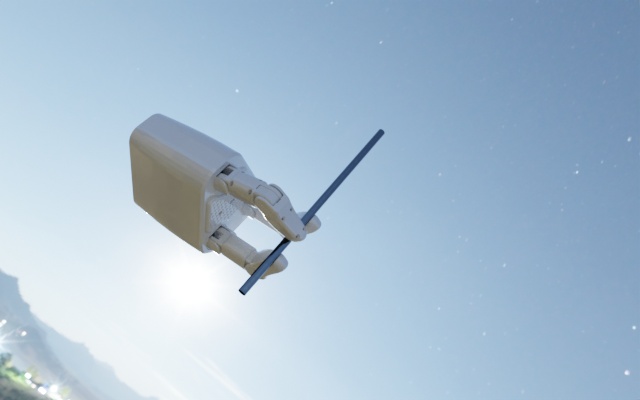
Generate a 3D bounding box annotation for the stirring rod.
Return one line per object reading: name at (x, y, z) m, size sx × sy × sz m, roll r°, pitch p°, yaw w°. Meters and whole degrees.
stirring rod at (0.000, 0.002, 0.473) m, size 0.011 × 0.011 × 0.239 m, roll 0°, pitch 41°, yaw 48°
